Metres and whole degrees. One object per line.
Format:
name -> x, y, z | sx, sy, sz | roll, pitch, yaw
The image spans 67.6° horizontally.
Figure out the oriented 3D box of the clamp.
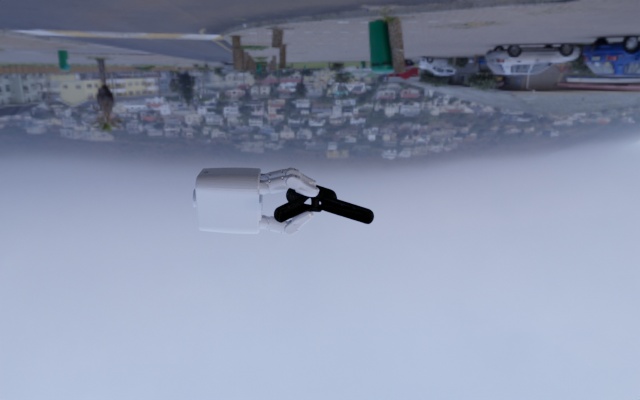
clamp -> 0.000, 0.003, 0.851 | 0.164, 0.036, 0.210 | 4, 14, -6
